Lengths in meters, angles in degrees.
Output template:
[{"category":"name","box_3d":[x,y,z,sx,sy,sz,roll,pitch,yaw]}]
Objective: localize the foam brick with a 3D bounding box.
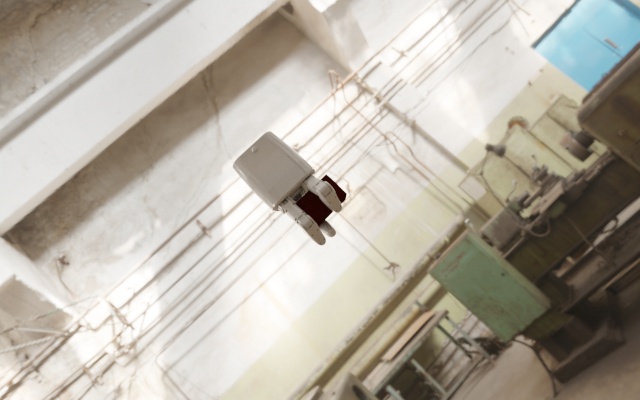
[{"category":"foam brick","box_3d":[0.000,0.003,0.812,0.078,0.051,0.053,-44,-8,-11]}]
